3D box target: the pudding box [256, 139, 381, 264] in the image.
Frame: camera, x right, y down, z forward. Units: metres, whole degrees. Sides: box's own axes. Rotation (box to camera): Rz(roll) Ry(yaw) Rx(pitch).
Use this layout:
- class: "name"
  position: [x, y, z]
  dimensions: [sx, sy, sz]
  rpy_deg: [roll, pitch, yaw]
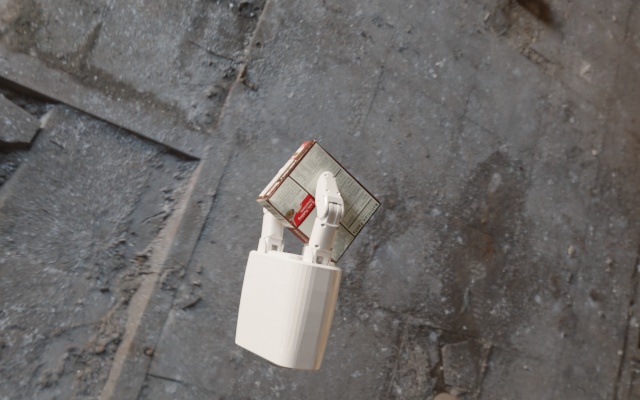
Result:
- class: "pudding box"
  position: [0.000, 0.002, 0.536]
  dimensions: [0.113, 0.090, 0.039]
  rpy_deg: [43, -15, -19]
